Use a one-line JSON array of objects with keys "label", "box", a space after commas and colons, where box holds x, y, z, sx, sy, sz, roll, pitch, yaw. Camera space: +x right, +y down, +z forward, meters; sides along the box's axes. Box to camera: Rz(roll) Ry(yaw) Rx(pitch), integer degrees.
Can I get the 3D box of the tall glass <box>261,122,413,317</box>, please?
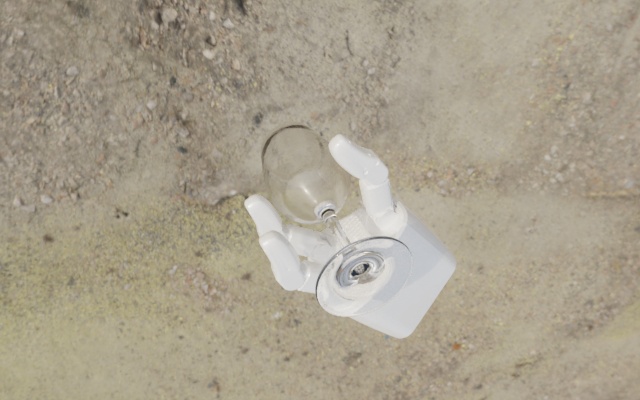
[{"label": "tall glass", "box": [0.000, 0.002, 0.412, 0.079, 0.079, 0.201, 0, 33, -23]}]
